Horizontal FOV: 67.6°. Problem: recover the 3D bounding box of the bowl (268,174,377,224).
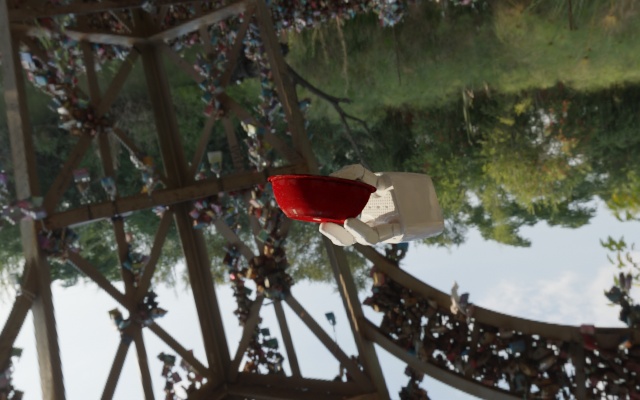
[{"bbox_3d":[-0.001,0.003,0.702,0.162,0.055,0.162,6,-7,1],"label":"bowl"}]
